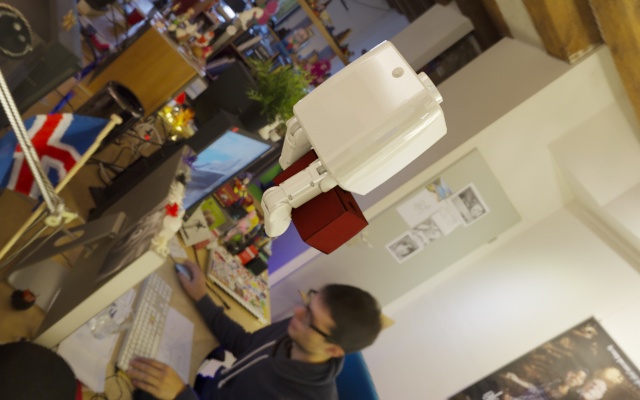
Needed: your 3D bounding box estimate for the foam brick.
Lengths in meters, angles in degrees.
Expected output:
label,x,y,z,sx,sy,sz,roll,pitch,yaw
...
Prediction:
label,x,y,z,sx,sy,sz,roll,pitch,yaw
foam brick,0.000,0.002,0.452,0.051,0.078,0.053,-35,-29,12
